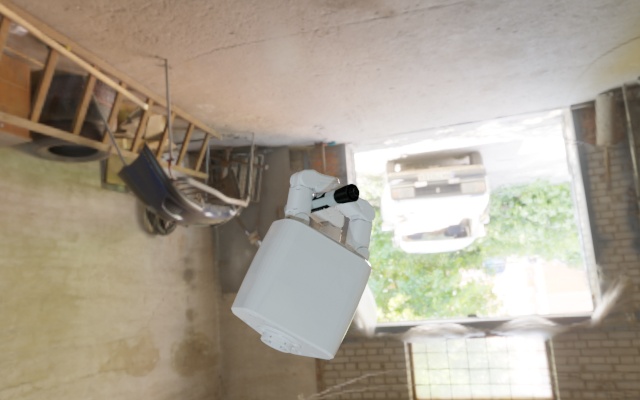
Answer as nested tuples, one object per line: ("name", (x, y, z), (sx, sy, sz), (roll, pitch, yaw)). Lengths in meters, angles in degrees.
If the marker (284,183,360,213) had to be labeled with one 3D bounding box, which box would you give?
("marker", (0.000, 0.002, 0.520), (0.020, 0.020, 0.121), (0, -10, -37))
